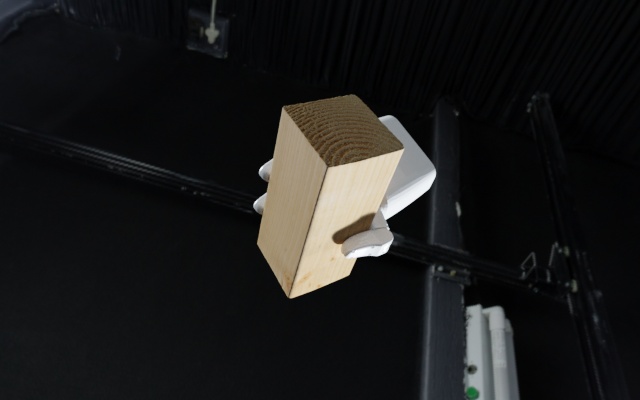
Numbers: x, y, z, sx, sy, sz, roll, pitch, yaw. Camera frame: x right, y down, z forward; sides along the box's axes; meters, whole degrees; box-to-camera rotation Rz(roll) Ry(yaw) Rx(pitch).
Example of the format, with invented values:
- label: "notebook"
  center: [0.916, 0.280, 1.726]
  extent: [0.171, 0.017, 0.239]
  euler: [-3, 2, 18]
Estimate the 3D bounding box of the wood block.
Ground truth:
- label: "wood block"
  center: [0.001, 0.002, 0.518]
  extent: [0.090, 0.206, 0.090]
  euler: [-16, 53, -29]
